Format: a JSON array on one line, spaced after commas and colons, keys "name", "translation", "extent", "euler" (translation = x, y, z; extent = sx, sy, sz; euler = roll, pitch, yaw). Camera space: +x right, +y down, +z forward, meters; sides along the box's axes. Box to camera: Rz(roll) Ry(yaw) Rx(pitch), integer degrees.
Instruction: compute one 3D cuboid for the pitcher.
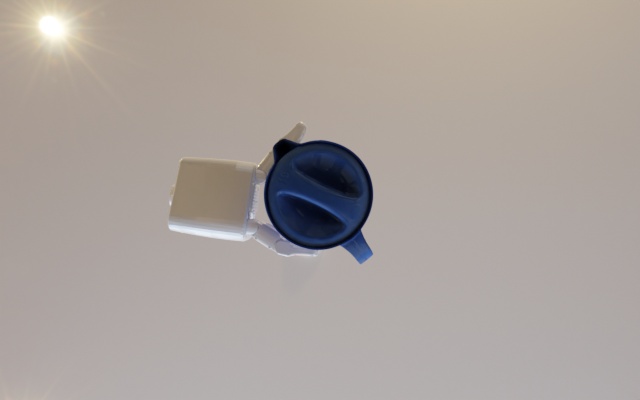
[{"name": "pitcher", "translation": [0.000, 0.002, 0.690], "extent": [0.145, 0.149, 0.243], "euler": [6, 0, -2]}]
